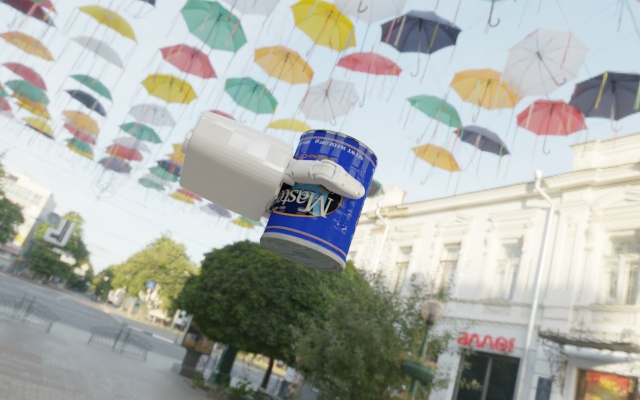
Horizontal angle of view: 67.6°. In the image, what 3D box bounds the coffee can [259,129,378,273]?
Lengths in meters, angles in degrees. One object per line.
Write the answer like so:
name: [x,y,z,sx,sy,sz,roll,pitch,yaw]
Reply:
coffee can: [0.000,0.002,0.568,0.103,0.140,0.103,18,-19,6]
